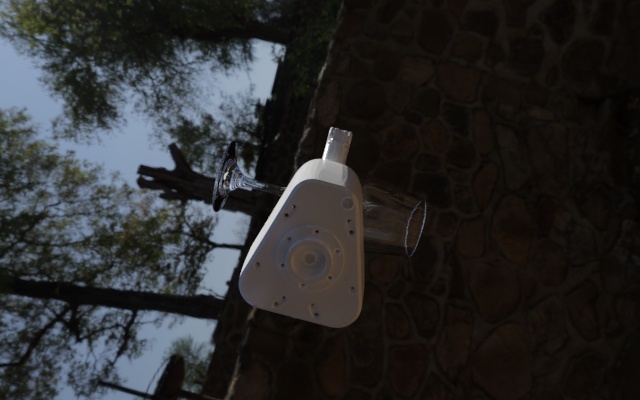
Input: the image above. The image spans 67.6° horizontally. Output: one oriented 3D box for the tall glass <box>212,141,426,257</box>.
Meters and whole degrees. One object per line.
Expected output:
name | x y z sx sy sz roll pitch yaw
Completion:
tall glass | -0.001 0.001 0.479 0.201 0.079 0.079 15 0 0
